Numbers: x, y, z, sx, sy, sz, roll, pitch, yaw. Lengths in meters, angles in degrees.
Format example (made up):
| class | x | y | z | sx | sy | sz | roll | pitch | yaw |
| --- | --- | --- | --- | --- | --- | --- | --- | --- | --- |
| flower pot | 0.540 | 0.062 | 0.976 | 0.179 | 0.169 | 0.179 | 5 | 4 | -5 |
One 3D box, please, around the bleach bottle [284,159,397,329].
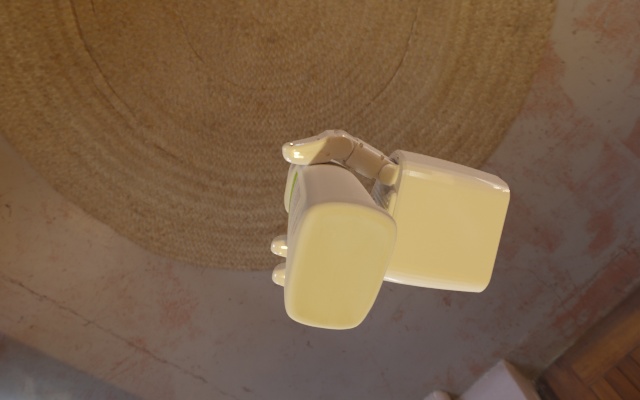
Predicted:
| class | x | y | z | sx | sy | sz | roll | pitch | yaw |
| --- | --- | --- | --- | --- | --- | --- | --- | --- | --- |
| bleach bottle | 0.000 | 0.002 | 0.435 | 0.068 | 0.103 | 0.250 | 11 | 21 | -11 |
